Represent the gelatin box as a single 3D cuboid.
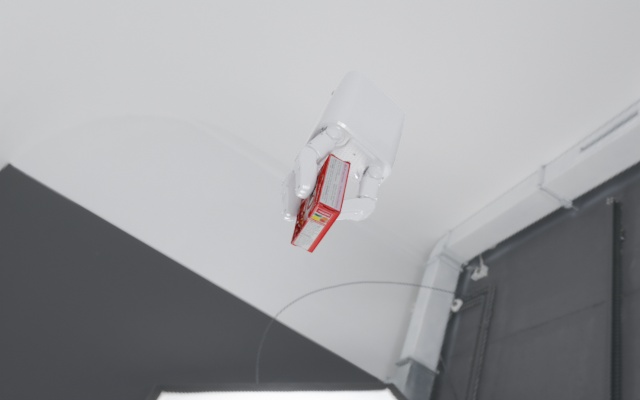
[{"bbox_3d":[0.000,0.002,0.532,0.030,0.089,0.073,25,-48,-11],"label":"gelatin box"}]
